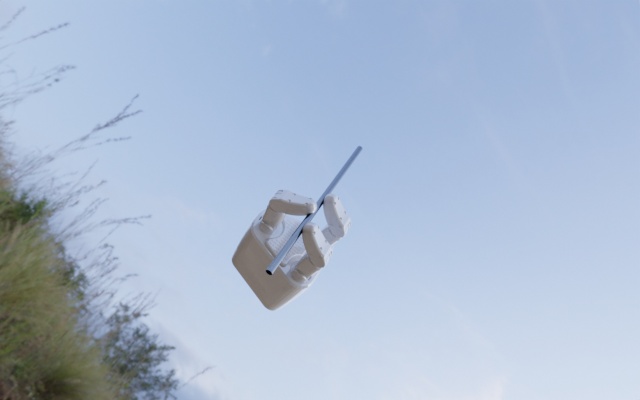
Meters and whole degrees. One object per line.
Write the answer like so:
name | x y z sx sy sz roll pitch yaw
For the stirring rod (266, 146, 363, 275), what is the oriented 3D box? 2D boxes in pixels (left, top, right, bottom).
stirring rod | 0.000 0.002 0.579 0.011 0.011 0.239 0 38 35
